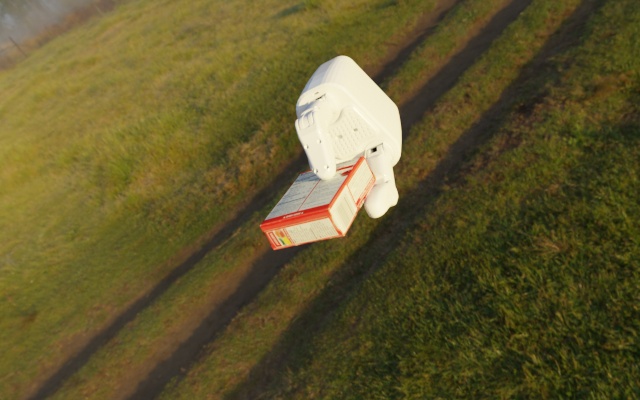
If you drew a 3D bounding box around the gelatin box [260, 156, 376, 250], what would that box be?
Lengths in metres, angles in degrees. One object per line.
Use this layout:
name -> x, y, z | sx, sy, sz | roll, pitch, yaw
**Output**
gelatin box -> 0.000, 0.001, 0.415 | 0.073, 0.030, 0.089 | -14, 26, 34
